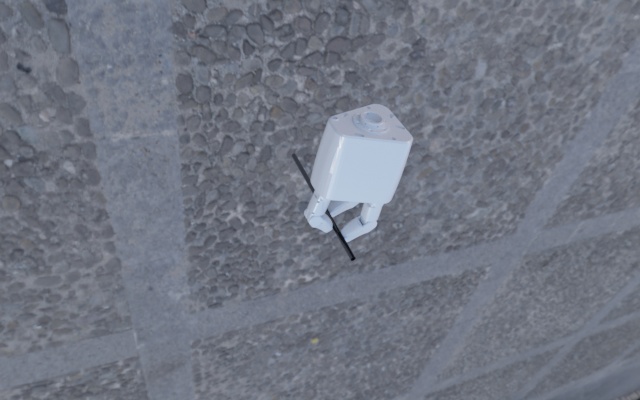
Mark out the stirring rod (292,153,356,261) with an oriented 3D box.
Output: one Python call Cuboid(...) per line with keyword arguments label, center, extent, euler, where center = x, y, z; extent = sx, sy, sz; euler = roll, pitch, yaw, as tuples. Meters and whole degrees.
Cuboid(label="stirring rod", center=(0.000, 0.002, 0.758), extent=(0.011, 0.011, 0.239), euler=(0, 43, -32))
